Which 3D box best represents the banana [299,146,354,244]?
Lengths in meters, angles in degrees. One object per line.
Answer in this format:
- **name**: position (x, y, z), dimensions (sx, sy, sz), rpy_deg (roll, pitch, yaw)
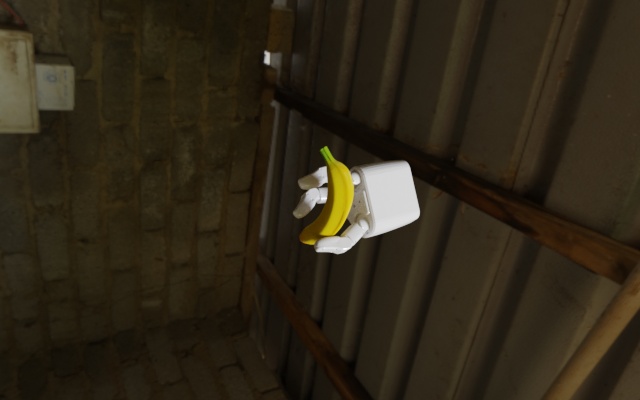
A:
- **banana**: position (0.012, 0.012, 0.721), dimensions (0.037, 0.198, 0.069), rpy_deg (-20, 53, -34)
